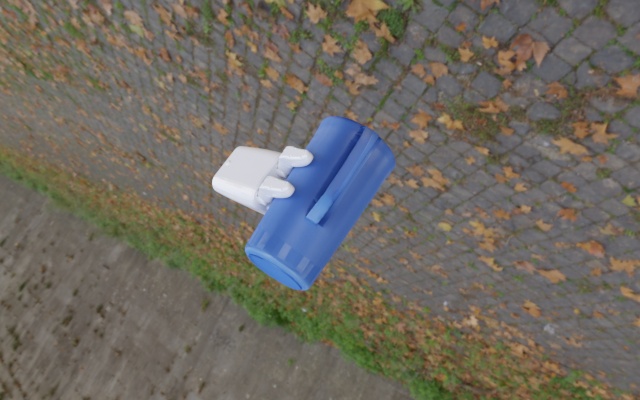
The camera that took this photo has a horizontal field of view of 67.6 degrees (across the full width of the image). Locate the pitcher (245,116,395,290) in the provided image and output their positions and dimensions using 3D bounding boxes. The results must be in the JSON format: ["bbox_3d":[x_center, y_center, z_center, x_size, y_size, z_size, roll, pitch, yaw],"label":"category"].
[{"bbox_3d":[0.000,0.002,0.694,0.145,0.242,0.149,18,-24,37],"label":"pitcher"}]
